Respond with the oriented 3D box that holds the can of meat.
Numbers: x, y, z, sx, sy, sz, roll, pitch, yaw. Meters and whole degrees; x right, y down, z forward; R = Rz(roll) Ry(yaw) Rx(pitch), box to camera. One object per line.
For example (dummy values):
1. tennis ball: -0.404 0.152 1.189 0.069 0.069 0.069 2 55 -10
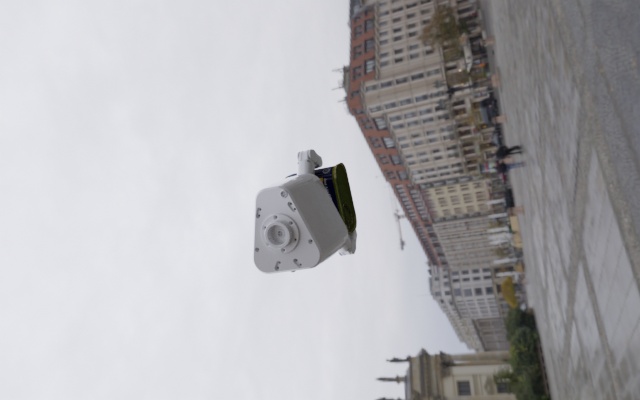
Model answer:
1. can of meat: 0.000 0.002 0.708 0.084 0.102 0.057 -10 9 20
